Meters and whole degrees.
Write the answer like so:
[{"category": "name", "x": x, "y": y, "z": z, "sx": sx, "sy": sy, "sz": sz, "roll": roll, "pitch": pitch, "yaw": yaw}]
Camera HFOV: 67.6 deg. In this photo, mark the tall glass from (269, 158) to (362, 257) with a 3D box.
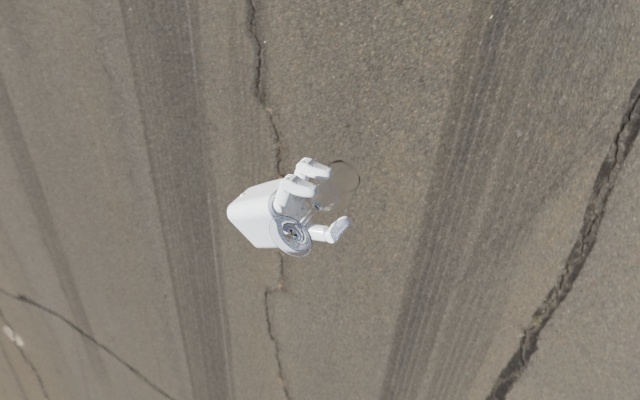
[{"category": "tall glass", "x": 0.000, "y": 0.003, "z": 0.777, "sx": 0.079, "sy": 0.079, "sz": 0.201, "roll": 0, "pitch": 31, "yaw": 33}]
